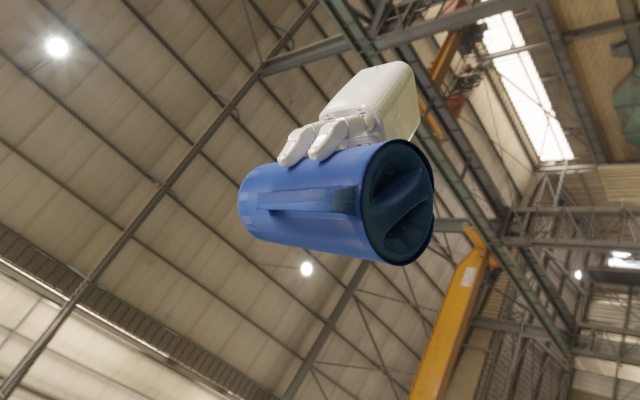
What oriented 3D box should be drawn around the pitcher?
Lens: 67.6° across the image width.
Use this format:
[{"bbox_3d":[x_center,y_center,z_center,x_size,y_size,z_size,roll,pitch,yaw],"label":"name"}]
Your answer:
[{"bbox_3d":[0.000,0.002,0.574,0.243,0.145,0.149,-1,-45,46],"label":"pitcher"}]
